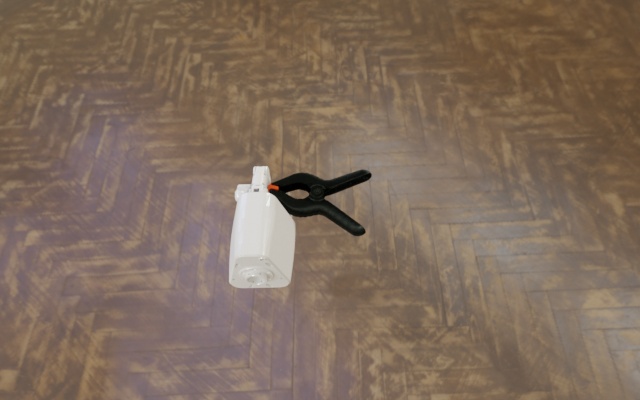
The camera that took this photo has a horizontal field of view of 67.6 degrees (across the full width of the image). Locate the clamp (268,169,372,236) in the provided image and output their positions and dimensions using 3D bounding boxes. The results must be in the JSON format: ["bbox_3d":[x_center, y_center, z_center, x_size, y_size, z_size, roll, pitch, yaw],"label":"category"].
[{"bbox_3d":[0.000,0.002,0.768,0.171,0.120,0.039,-2,-37,2],"label":"clamp"}]
